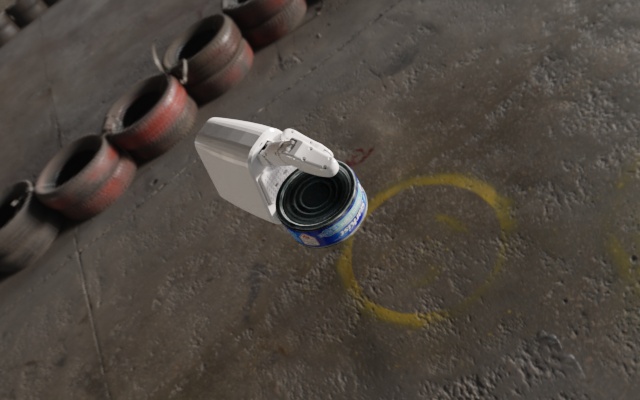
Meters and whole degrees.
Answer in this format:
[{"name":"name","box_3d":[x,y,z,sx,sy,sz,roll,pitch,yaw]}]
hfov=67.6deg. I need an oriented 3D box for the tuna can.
[{"name":"tuna can","box_3d":[0.000,0.001,0.463,0.086,0.086,0.034,0,-34,25]}]
